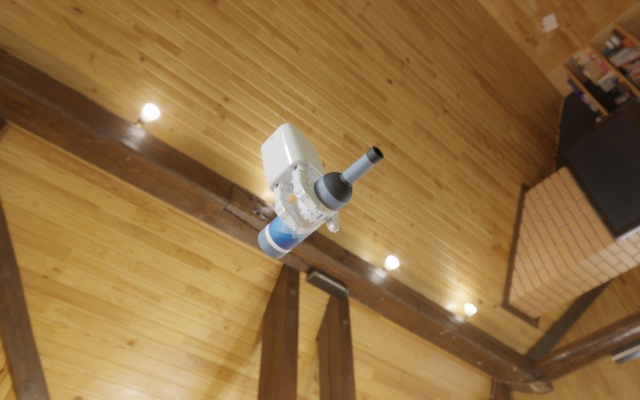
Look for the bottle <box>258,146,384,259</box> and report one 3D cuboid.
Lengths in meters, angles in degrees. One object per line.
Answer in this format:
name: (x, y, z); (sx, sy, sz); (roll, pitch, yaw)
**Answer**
bottle: (0.000, 0.003, 0.873); (0.296, 0.069, 0.069); (-41, -23, 29)
